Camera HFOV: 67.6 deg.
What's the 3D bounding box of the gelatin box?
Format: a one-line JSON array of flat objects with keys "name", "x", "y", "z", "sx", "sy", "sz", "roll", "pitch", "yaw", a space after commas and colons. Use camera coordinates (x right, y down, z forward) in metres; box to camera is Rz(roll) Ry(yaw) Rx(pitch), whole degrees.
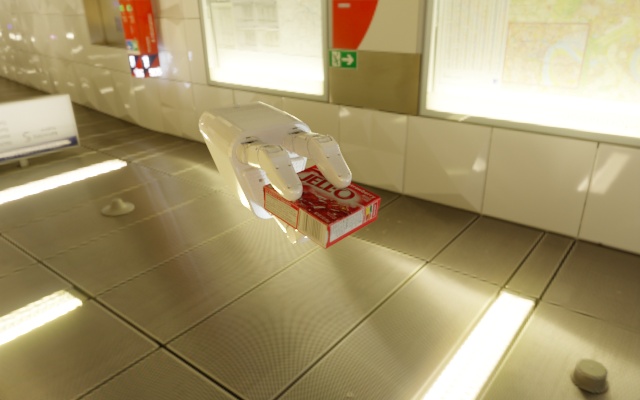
[{"name": "gelatin box", "x": 0.000, "y": 0.002, "z": 0.458, "sx": 0.089, "sy": 0.030, "sz": 0.073, "roll": 31, "pitch": 40, "yaw": 35}]
